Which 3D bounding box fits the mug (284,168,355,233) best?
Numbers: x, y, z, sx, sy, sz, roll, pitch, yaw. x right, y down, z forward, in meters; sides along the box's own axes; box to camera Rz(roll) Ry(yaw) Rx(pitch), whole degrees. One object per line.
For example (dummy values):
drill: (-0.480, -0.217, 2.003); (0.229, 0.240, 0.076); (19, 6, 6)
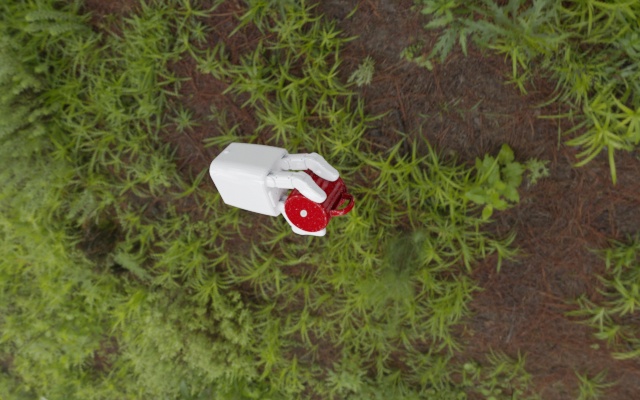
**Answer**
mug: (0.001, 0.003, 0.814); (0.117, 0.093, 0.081); (10, 41, 21)
